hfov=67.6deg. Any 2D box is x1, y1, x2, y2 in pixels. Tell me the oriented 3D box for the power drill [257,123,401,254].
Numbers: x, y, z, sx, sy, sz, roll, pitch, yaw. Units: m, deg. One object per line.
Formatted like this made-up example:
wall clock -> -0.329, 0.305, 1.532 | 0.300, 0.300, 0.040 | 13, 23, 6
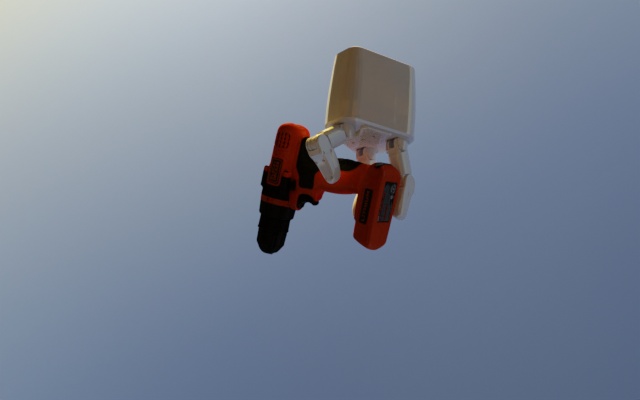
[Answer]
power drill -> 0.001, 0.002, 0.623 | 0.187, 0.184, 0.057 | 17, 10, 30
